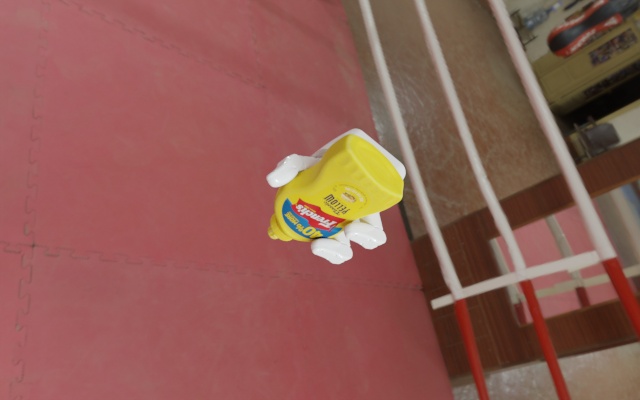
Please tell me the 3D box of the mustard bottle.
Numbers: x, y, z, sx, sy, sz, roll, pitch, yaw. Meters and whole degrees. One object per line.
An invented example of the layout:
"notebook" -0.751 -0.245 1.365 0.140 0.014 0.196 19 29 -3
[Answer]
"mustard bottle" 0.000 0.002 0.584 0.096 0.058 0.192 38 -49 -24
